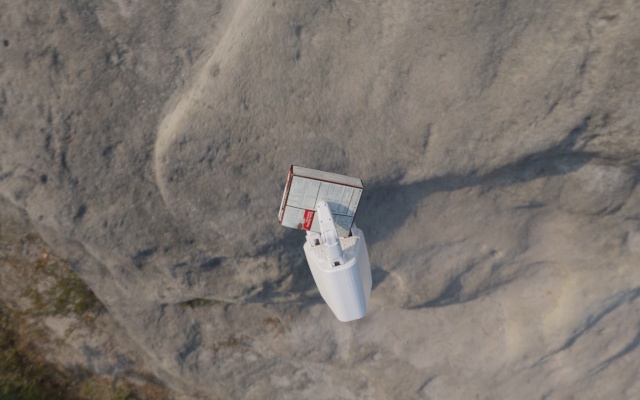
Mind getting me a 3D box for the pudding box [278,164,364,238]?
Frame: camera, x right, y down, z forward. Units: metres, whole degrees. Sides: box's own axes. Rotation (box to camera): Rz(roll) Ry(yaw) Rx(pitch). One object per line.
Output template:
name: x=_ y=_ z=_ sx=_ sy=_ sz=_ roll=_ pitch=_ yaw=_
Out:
pudding box: x=0.000 y=0.002 z=0.719 sx=0.113 sy=0.090 sz=0.039 roll=10 pitch=25 yaw=-11
